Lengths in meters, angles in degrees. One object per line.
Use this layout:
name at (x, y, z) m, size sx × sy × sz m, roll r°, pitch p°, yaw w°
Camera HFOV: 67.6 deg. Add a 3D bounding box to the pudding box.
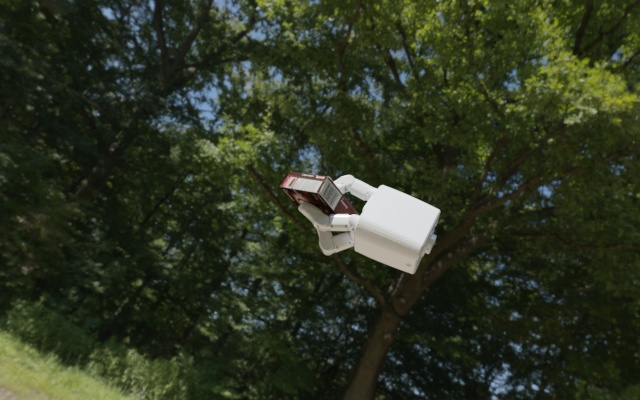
pudding box at (0.000, 0.002, 0.790) m, size 0.090 × 0.039 × 0.113 m, roll 9°, pitch -32°, yaw 42°
